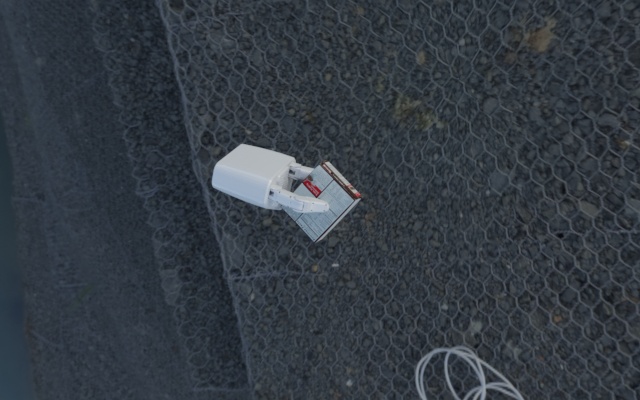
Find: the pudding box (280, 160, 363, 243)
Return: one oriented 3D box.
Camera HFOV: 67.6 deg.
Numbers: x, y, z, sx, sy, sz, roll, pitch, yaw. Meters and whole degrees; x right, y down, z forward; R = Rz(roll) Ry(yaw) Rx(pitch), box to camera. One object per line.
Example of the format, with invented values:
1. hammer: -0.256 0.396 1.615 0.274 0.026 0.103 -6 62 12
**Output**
1. pudding box: 0.000 0.003 0.806 0.113 0.090 0.039 -47 -8 24
